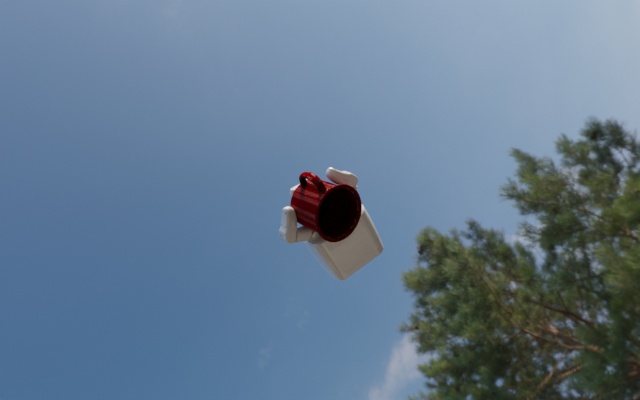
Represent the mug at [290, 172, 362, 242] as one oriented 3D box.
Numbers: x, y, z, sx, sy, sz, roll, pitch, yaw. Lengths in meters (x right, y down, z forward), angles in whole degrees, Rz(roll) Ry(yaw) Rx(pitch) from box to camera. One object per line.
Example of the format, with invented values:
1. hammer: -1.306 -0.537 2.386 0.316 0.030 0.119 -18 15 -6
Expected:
1. mug: -0.001 0.001 0.759 0.093 0.117 0.081 -44 36 -19
